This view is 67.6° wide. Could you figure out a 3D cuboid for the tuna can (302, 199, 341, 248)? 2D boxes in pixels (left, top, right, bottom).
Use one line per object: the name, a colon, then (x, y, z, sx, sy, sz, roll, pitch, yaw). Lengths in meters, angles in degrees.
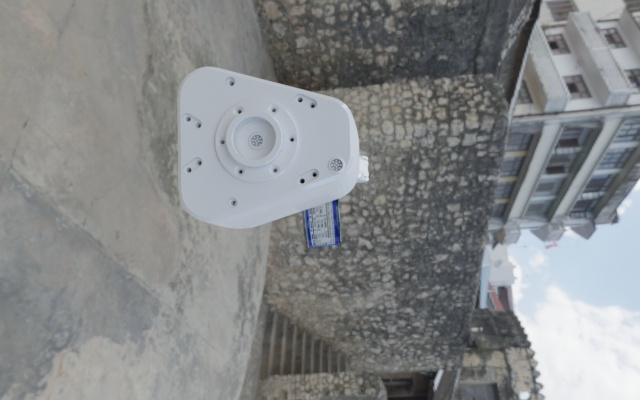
tuna can: (0.001, 0.001, 0.459, 0.034, 0.086, 0.086, -4, 0, 1)
